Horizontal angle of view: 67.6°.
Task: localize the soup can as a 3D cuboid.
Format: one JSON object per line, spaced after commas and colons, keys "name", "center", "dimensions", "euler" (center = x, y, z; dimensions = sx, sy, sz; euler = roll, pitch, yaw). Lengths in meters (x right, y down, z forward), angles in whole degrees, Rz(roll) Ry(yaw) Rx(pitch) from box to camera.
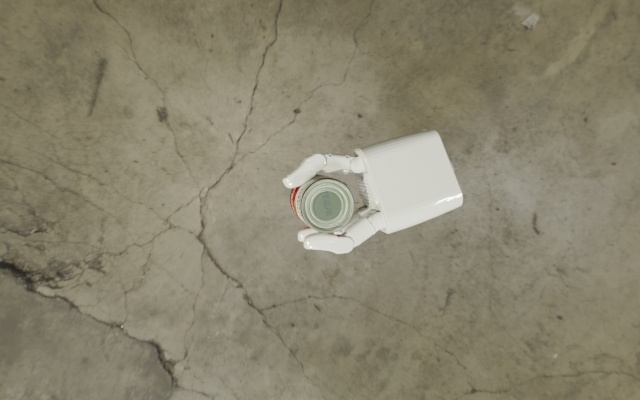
{"name": "soup can", "center": [0.000, 0.002, 0.613], "dimensions": [0.068, 0.068, 0.102], "euler": [0, 6, -11]}
